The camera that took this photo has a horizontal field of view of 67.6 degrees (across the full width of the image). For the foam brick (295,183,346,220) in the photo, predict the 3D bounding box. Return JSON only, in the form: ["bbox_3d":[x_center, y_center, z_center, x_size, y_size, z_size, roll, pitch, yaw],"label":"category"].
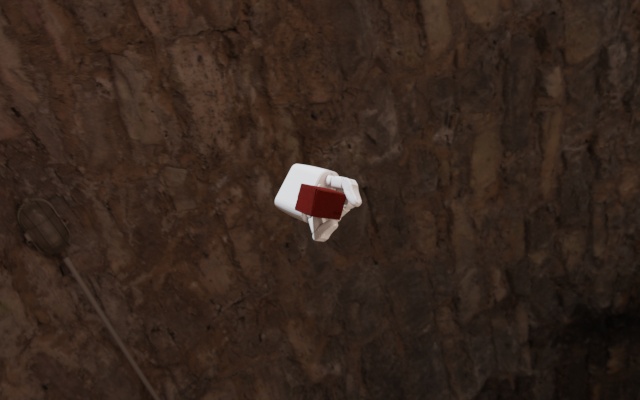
[{"bbox_3d":[0.000,0.003,0.895,0.078,0.053,0.051,10,7,-42],"label":"foam brick"}]
